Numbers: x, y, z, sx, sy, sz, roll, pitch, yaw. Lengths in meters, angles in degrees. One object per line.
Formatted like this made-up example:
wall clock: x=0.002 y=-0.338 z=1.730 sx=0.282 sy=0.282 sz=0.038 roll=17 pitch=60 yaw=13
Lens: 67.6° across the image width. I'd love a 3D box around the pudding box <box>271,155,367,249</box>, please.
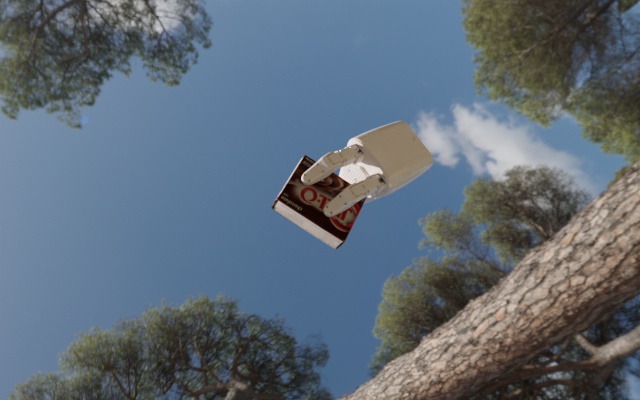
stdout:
pudding box: x=0.000 y=0.002 z=0.681 sx=0.113 sy=0.090 sz=0.039 roll=31 pitch=-34 yaw=-3
